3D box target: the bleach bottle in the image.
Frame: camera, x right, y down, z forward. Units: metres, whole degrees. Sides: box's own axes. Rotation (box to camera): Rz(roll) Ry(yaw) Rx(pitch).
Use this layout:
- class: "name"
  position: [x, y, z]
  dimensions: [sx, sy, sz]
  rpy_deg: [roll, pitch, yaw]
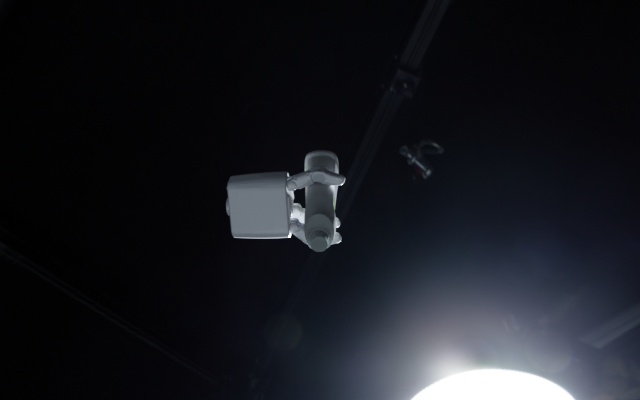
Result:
- class: "bleach bottle"
  position: [0.000, 0.003, 0.863]
  dimensions: [0.068, 0.103, 0.250]
  rpy_deg: [-1, 28, 2]
